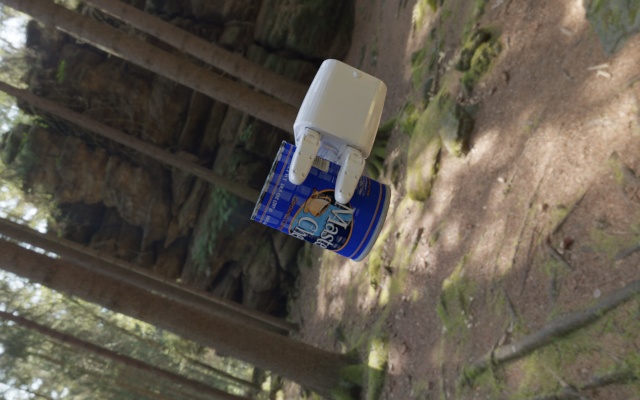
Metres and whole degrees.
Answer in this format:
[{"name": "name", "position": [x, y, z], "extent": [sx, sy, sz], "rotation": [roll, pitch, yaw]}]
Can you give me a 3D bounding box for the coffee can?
[{"name": "coffee can", "position": [0.000, 0.002, 0.579], "extent": [0.140, 0.103, 0.103], "rotation": [23, -3, -8]}]
